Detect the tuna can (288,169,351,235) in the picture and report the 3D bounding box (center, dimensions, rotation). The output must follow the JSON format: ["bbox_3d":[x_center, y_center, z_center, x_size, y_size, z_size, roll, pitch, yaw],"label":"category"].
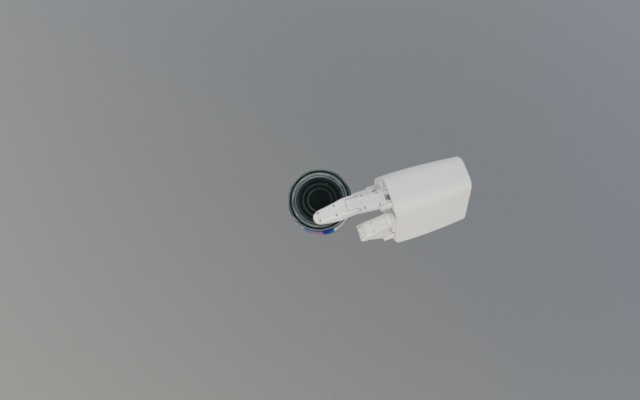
[{"bbox_3d":[0.000,0.002,0.640,0.086,0.086,0.034,0,-11,5],"label":"tuna can"}]
